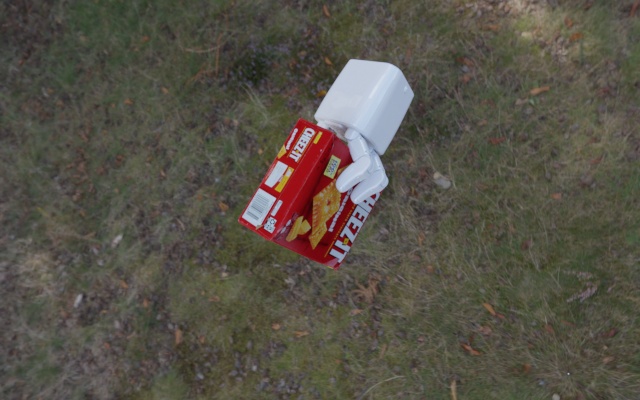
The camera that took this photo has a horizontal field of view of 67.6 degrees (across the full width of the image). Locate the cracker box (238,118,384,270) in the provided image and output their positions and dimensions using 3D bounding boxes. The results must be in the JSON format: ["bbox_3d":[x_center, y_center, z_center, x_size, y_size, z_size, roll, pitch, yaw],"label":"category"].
[{"bbox_3d":[0.000,0.002,0.706,0.072,0.164,0.214,29,-3,32],"label":"cracker box"}]
